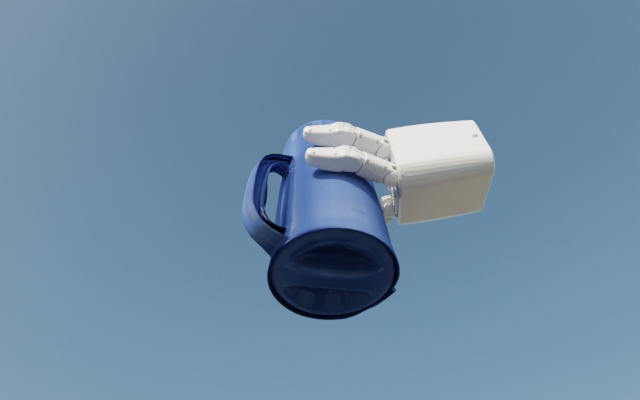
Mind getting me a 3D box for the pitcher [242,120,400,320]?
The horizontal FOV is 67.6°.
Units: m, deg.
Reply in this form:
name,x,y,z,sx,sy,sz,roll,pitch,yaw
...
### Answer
name,x,y,z,sx,sy,sz,roll,pitch,yaw
pitcher,0.000,0.002,0.560,0.145,0.149,0.242,-9,38,4
